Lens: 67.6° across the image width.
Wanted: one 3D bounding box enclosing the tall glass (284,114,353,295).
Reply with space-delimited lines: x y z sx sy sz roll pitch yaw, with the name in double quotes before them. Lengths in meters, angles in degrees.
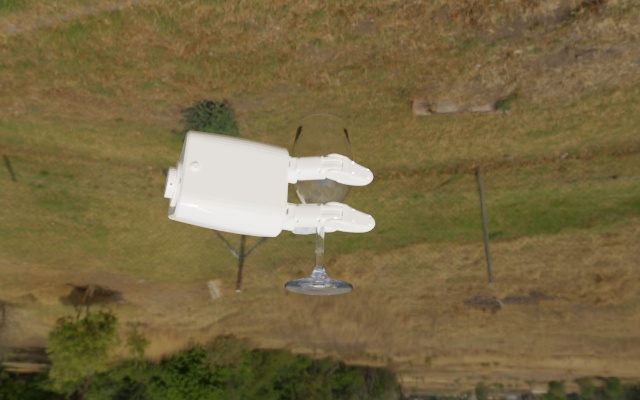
"tall glass" 0.000 0.002 0.550 0.079 0.201 0.079 1 -22 1
